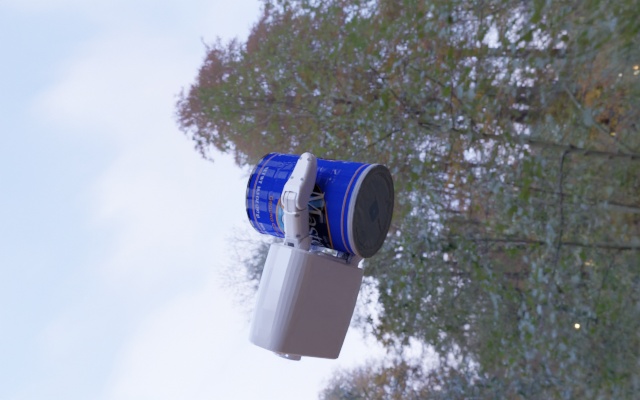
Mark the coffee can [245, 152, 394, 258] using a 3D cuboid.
[{"bbox_3d":[0.000,0.002,0.549,0.140,0.103,0.103,10,5,30],"label":"coffee can"}]
